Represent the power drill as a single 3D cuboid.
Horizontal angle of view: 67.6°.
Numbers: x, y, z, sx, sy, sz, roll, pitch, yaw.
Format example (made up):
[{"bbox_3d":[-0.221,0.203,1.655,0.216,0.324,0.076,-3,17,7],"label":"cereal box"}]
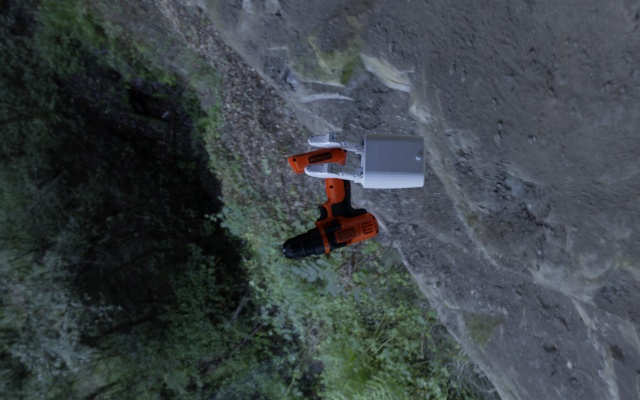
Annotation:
[{"bbox_3d":[0.000,0.002,0.872,0.184,0.187,0.057,-16,6,-11],"label":"power drill"}]
